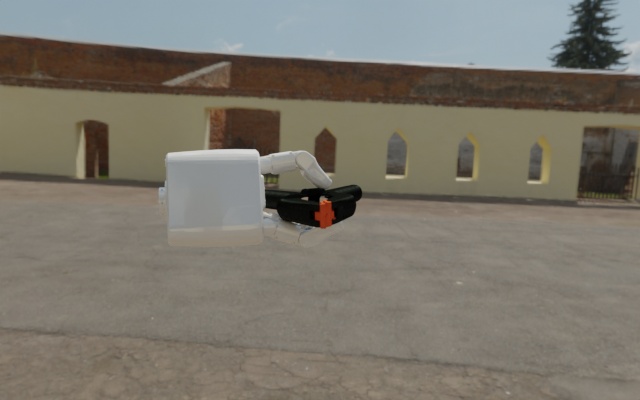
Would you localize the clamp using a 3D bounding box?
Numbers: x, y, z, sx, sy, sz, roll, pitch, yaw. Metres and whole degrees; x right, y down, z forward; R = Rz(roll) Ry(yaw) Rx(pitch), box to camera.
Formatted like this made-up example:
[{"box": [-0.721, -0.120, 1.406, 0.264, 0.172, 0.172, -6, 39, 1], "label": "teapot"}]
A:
[{"box": [0.000, 0.001, 0.605, 0.164, 0.036, 0.210, -5, 8, -15], "label": "clamp"}]
